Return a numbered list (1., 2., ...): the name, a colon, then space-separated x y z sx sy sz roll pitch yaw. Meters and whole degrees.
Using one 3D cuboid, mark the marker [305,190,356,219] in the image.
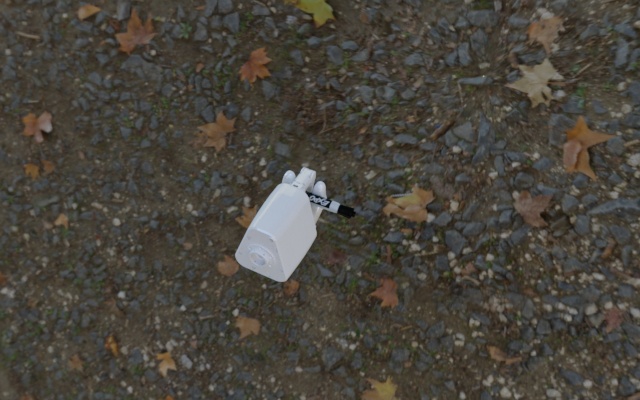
1. marker: 0.000 0.002 0.777 0.121 0.020 0.020 20 5 13
